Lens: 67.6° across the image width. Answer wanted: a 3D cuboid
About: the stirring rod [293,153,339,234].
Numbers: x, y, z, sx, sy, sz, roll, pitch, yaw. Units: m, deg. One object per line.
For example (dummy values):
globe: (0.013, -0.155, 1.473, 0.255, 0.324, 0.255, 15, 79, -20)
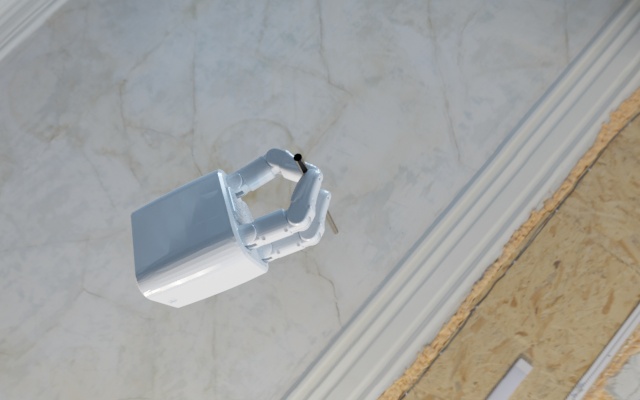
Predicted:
stirring rod: (0.000, 0.002, 0.544, 0.011, 0.011, 0.240, 0, -20, 11)
